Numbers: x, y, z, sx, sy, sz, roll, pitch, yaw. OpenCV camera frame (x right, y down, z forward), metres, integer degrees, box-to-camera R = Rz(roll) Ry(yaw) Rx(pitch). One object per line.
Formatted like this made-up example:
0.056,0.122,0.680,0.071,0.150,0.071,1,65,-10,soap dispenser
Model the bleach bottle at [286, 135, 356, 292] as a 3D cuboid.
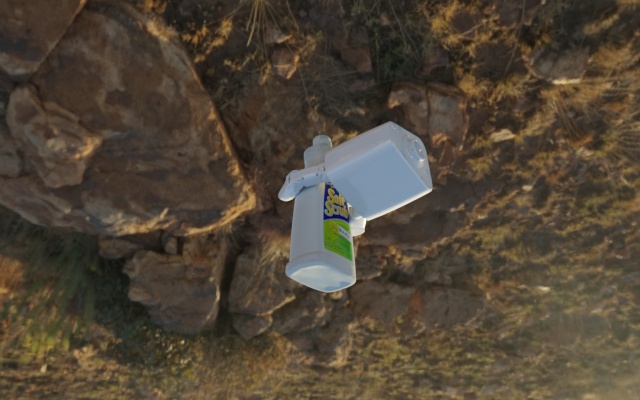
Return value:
0.000,0.002,0.711,0.068,0.250,0.103,-25,-40,31,bleach bottle
